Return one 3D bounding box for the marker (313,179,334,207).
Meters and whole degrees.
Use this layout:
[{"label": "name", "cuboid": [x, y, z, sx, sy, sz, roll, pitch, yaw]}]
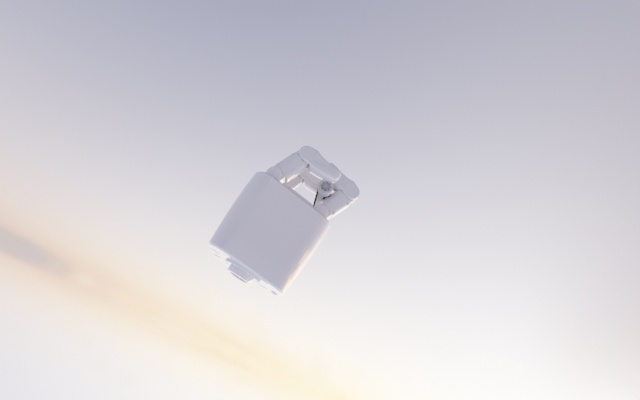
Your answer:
[{"label": "marker", "cuboid": [0.000, 0.002, 0.640, 0.020, 0.020, 0.121, 0, -19, -7]}]
